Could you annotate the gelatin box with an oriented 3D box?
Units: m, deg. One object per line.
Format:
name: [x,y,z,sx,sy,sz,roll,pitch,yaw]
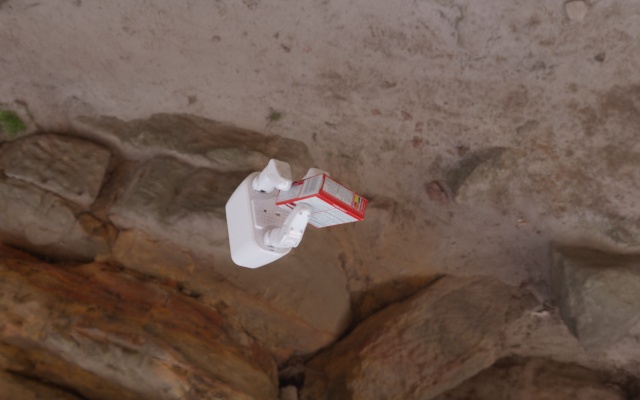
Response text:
gelatin box: [0.000,0.002,0.576,0.073,0.030,0.089,30,-26,-32]
